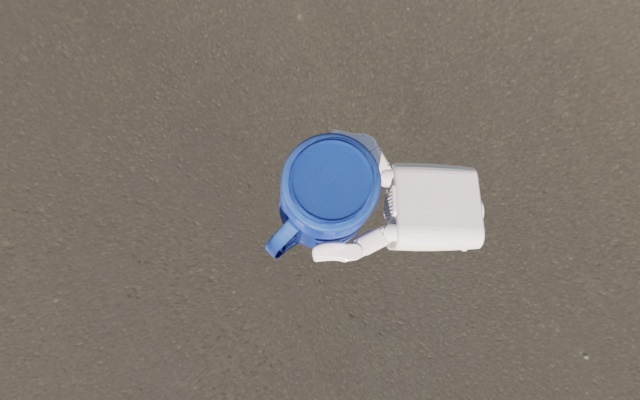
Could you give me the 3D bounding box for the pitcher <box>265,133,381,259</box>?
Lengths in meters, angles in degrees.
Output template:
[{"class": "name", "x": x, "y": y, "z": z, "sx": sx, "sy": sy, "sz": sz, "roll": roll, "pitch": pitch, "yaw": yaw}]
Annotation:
[{"class": "pitcher", "x": 0.000, "y": 0.002, "z": 0.617, "sx": 0.145, "sy": 0.149, "sz": 0.243, "roll": 2, "pitch": -7, "yaw": -2}]
